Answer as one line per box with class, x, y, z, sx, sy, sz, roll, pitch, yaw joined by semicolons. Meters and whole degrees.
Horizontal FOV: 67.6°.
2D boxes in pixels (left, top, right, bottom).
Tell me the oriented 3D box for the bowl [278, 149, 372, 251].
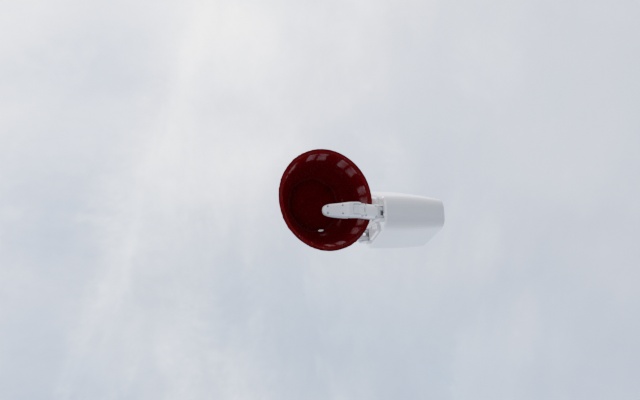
bowl;-0.001;0.002;0.760;0.162;0.162;0.055;0;-10;-26
